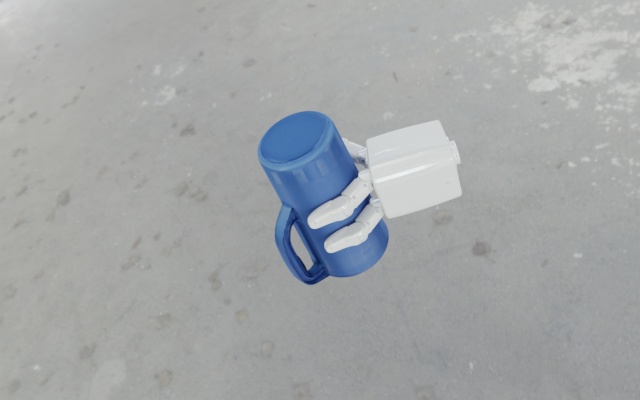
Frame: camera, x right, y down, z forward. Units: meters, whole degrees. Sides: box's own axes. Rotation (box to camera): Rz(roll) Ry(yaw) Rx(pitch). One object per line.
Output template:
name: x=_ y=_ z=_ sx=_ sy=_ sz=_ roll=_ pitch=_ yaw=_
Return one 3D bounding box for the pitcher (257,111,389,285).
pitcher: x=0.000 y=0.002 z=0.683 sx=0.145 sy=0.149 sz=0.243 roll=-16 pitch=-45 yaw=13
